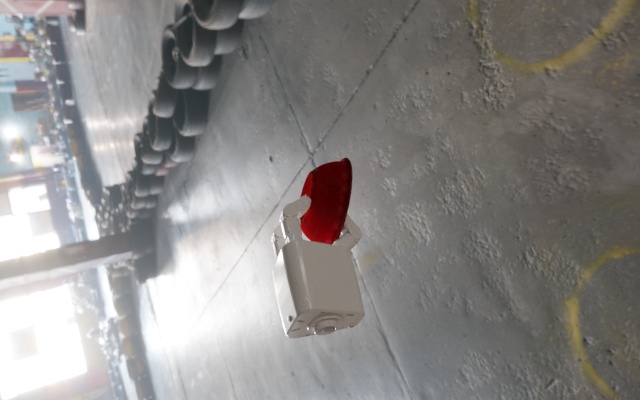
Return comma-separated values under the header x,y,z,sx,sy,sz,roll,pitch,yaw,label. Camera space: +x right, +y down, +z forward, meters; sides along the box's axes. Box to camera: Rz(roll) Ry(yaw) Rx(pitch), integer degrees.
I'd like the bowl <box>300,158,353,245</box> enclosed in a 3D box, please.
x,y,z,sx,sy,sz,roll,pitch,yaw,label
0.000,0.002,0.783,0.055,0.162,0.162,13,-3,-12,bowl
